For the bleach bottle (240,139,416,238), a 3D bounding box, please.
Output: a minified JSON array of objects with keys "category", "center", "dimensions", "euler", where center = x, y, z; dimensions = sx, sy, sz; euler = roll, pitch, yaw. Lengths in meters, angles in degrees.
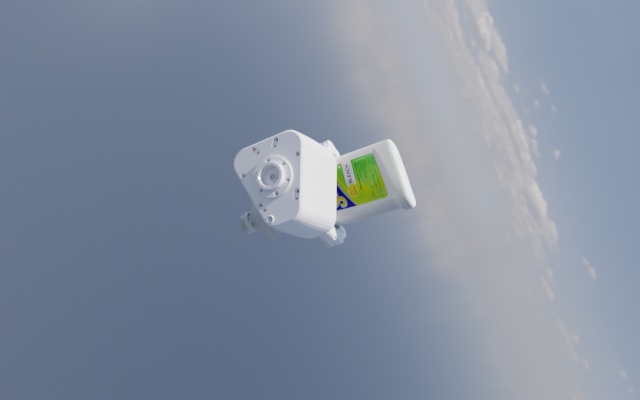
[{"category":"bleach bottle","center":[0.000,0.002,0.685],"dimensions":[0.251,0.102,0.068],"euler":[-20,-14,17]}]
